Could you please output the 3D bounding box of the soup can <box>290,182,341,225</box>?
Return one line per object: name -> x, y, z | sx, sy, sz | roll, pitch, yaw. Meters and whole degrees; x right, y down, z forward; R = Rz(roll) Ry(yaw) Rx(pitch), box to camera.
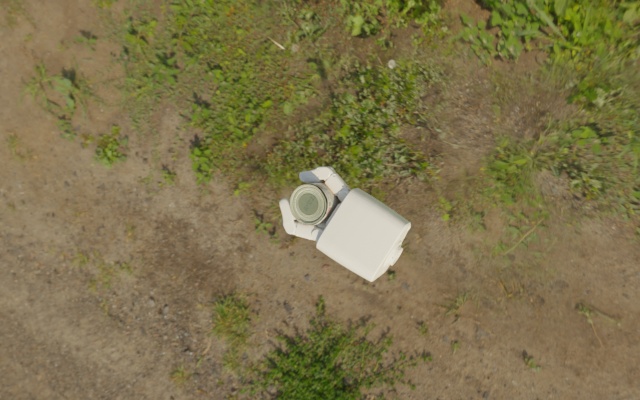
soup can -> 0.000, 0.002, 0.797 | 0.068, 0.068, 0.102 | 0, 5, 24
